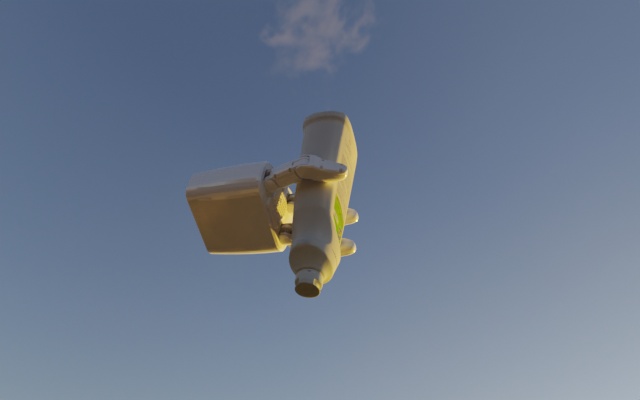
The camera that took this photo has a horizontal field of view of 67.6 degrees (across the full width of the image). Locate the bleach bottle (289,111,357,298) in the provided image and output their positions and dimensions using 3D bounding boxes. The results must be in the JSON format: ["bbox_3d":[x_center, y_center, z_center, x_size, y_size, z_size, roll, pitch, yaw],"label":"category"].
[{"bbox_3d":[0.000,0.002,0.594,0.068,0.250,0.103,-6,-46,16],"label":"bleach bottle"}]
